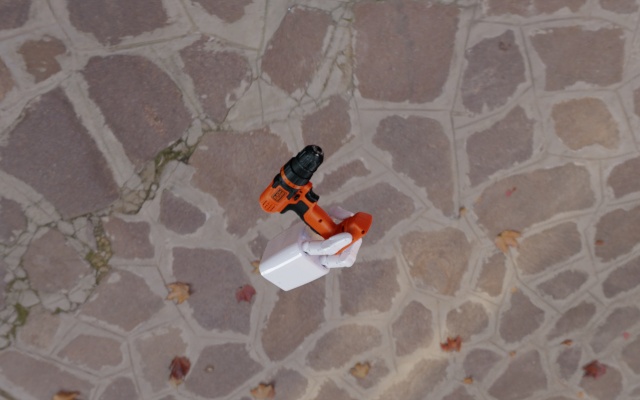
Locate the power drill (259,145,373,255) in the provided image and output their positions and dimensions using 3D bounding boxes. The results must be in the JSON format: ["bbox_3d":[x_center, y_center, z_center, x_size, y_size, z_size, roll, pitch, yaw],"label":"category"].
[{"bbox_3d":[0.000,0.003,0.860,0.184,0.187,0.057,-42,12,44],"label":"power drill"}]
